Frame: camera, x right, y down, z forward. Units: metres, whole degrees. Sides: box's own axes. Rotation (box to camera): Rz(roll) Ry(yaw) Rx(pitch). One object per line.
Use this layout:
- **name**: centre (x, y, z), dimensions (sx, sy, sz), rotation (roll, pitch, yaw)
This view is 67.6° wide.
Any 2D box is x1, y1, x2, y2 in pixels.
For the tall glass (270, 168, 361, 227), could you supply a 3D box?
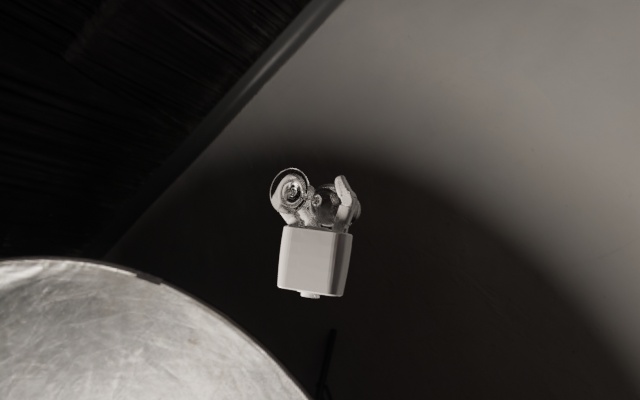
- **tall glass**: centre (0.000, 0.002, 0.834), dimensions (0.079, 0.079, 0.201), rotation (0, -10, 31)
